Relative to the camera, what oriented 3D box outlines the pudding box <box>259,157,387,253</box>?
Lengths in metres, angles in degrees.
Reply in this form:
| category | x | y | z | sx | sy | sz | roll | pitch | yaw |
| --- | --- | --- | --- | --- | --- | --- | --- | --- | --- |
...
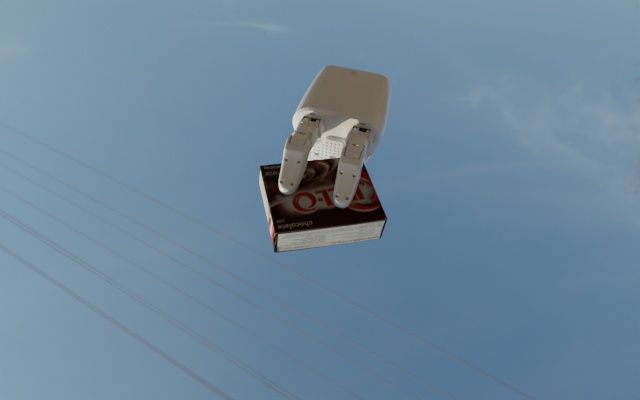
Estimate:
| category | x | y | z | sx | sy | sz | roll | pitch | yaw |
| --- | --- | --- | --- | --- | --- | --- | --- | --- | --- |
| pudding box | 0.000 | 0.002 | 0.483 | 0.113 | 0.090 | 0.039 | -8 | -41 | -12 |
